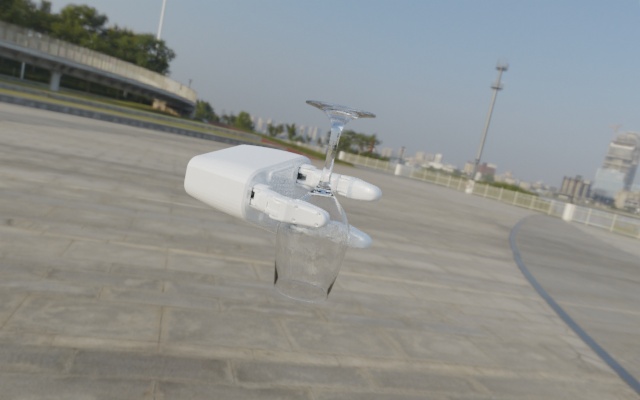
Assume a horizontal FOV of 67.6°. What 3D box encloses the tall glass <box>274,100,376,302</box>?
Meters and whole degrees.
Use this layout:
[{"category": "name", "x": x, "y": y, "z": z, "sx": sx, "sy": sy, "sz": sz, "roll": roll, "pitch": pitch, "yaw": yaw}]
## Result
[{"category": "tall glass", "x": 0.000, "y": 0.001, "z": 0.504, "sx": 0.079, "sy": 0.201, "sz": 0.079, "roll": 12, "pitch": 7, "yaw": -2}]
